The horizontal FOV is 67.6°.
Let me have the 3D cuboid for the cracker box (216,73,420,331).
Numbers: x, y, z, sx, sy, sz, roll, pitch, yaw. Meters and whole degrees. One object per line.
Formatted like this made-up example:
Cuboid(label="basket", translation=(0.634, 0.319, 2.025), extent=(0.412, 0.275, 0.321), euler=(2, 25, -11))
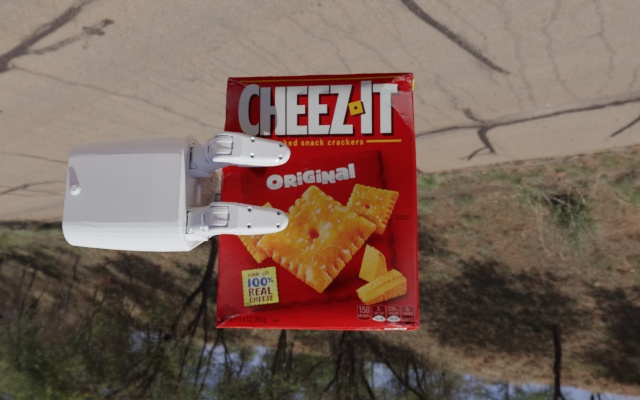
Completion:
Cuboid(label="cracker box", translation=(0.000, 0.002, 0.415), extent=(0.164, 0.213, 0.072), euler=(0, -9, 5))
